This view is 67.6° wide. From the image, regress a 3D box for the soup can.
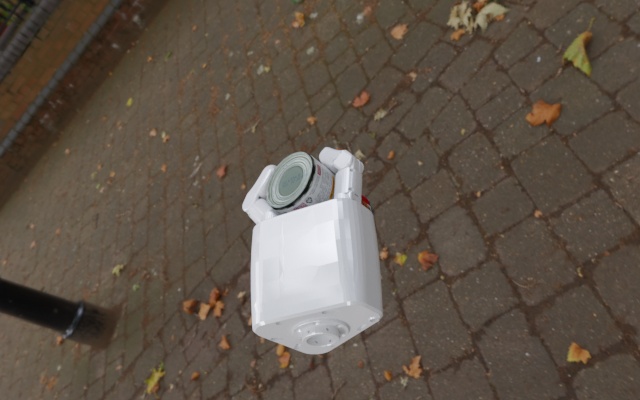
[{"bbox_3d":[0.000,0.001,0.511,0.068,0.068,0.102,0,-27,46],"label":"soup can"}]
